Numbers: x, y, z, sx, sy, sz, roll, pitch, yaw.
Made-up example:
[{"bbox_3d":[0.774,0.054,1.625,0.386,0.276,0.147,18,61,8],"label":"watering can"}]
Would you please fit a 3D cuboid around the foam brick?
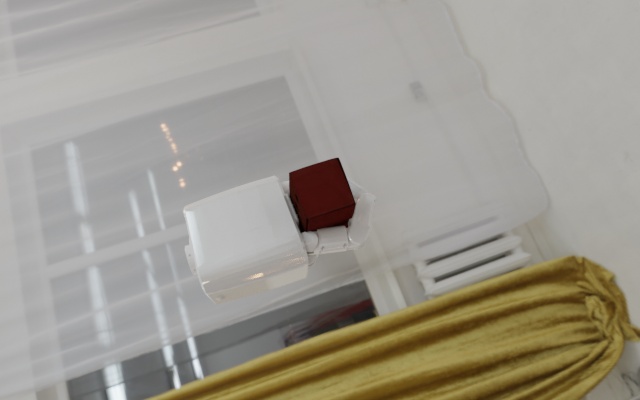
[{"bbox_3d":[0.000,0.001,0.484,0.051,0.053,0.078,-17,-20,-9],"label":"foam brick"}]
